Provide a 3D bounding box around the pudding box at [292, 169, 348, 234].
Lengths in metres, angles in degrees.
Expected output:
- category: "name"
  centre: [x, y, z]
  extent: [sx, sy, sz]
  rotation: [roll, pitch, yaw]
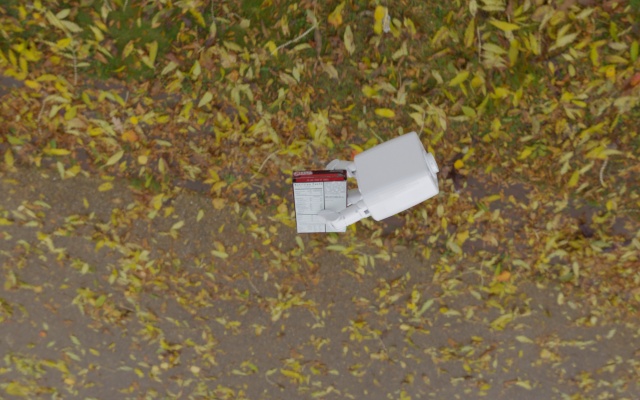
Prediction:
- category: "pudding box"
  centre: [0.000, 0.003, 0.797]
  extent: [0.090, 0.114, 0.039]
  rotation: [-1, 36, 2]
